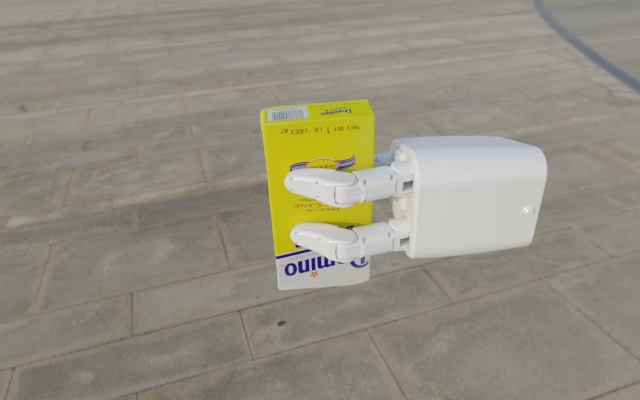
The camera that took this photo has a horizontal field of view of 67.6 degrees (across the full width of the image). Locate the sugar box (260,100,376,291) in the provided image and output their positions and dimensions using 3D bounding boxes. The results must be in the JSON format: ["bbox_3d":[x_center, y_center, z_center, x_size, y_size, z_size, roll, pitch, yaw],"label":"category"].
[{"bbox_3d":[0.000,0.002,0.433,0.093,0.176,0.048,-5,30,-3],"label":"sugar box"}]
